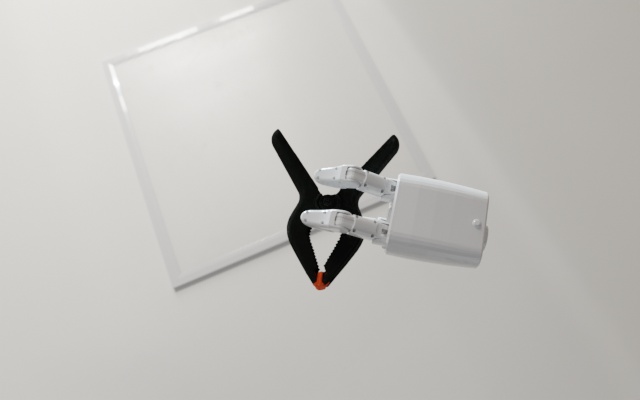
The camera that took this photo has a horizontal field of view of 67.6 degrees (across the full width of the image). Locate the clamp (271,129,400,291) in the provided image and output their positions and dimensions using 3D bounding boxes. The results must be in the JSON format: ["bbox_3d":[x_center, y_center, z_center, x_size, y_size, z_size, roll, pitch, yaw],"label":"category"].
[{"bbox_3d":[0.000,0.003,0.590,0.164,0.210,0.036,10,-18,10],"label":"clamp"}]
